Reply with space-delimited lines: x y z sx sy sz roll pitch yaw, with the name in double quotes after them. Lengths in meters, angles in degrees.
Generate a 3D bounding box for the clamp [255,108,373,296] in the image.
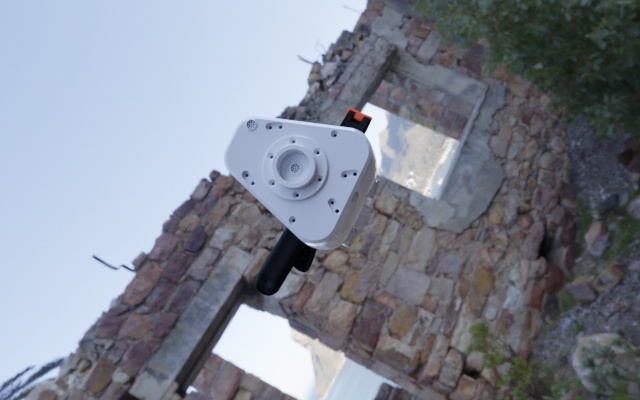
0.000 0.001 0.528 0.036 0.210 0.164 26 -2 8 "clamp"
